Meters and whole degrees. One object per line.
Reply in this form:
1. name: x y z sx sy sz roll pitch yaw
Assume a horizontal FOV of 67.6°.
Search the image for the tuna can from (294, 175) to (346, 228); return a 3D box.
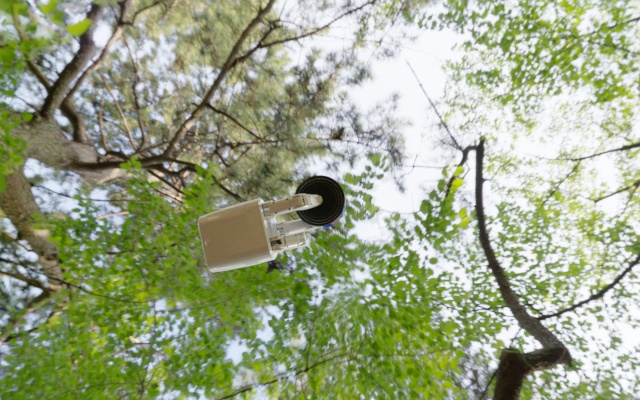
1. tuna can: 0.000 0.003 0.797 0.086 0.086 0.034 0 -9 10
